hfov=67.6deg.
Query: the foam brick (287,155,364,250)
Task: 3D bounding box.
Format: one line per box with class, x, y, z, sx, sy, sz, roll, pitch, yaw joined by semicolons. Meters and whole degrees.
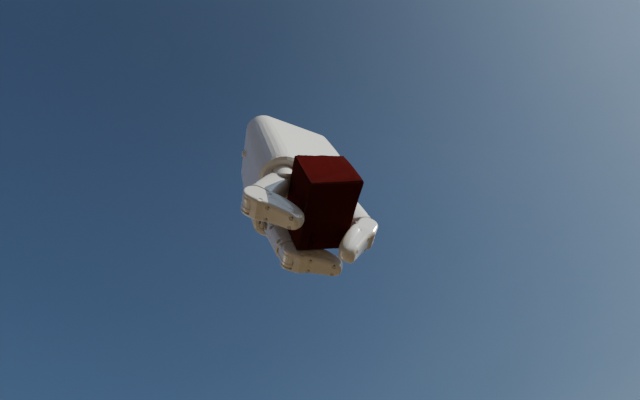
foam brick;0.000;0.001;0.453;0.053;0.078;0.051;-1;35;-21
